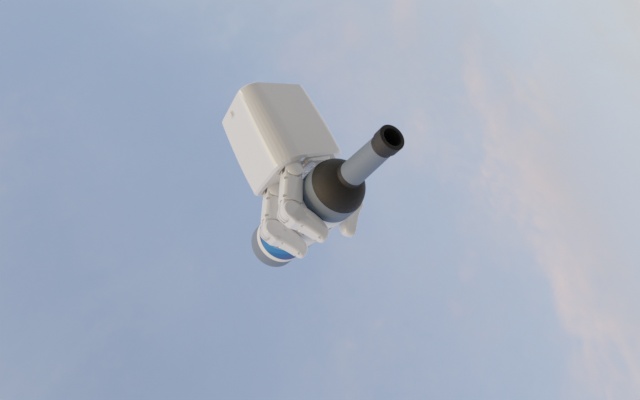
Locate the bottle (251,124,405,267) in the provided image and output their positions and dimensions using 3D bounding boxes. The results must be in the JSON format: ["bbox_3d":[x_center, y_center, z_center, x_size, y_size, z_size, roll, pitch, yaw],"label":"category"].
[{"bbox_3d":[0.000,0.002,0.553,0.069,0.069,0.296,0,-24,-29],"label":"bottle"}]
